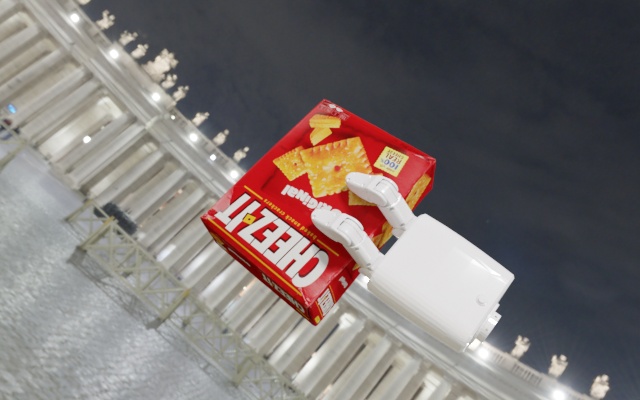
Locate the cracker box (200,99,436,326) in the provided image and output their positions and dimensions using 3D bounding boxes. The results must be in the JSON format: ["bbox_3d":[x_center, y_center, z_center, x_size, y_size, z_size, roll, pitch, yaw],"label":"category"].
[{"bbox_3d":[0.000,0.002,0.538,0.164,0.213,0.072,35,-21,25],"label":"cracker box"}]
